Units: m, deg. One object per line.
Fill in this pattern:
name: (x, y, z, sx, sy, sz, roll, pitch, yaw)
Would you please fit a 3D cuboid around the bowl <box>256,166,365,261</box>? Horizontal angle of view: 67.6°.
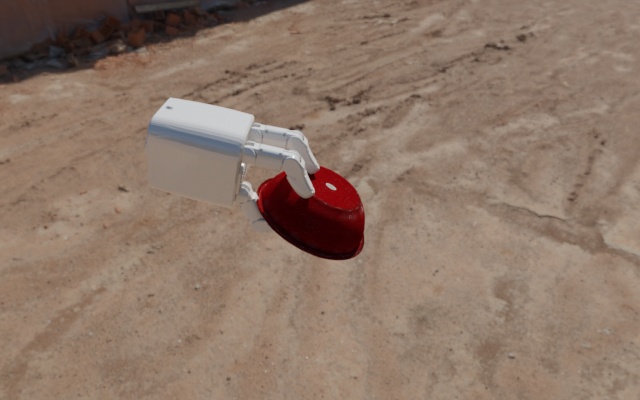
bowl: (0.001, 0.002, 0.626, 0.162, 0.055, 0.162, 24, 30, -14)
